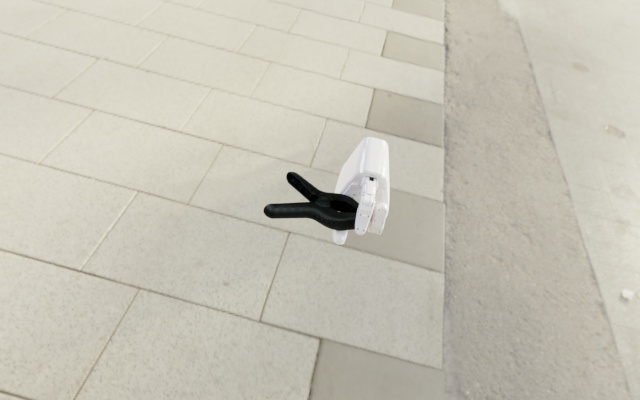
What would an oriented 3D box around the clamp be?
[{"bbox_3d":[0.000,0.002,0.798,0.171,0.039,0.120,14,44,0],"label":"clamp"}]
